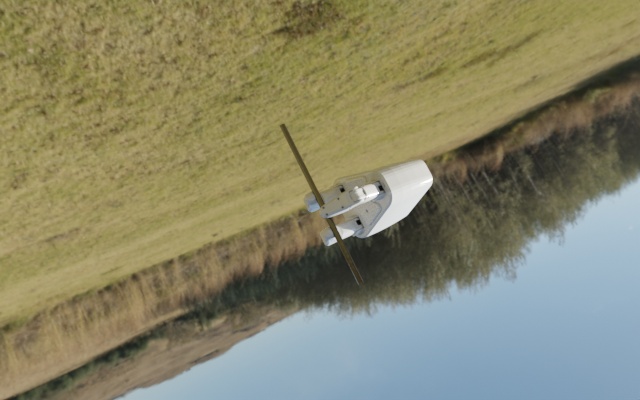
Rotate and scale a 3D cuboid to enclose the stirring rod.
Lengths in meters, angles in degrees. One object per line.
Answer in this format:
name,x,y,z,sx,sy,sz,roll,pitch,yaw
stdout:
stirring rod,0.000,0.002,0.641,0.011,0.239,0.011,-26,-9,-4
